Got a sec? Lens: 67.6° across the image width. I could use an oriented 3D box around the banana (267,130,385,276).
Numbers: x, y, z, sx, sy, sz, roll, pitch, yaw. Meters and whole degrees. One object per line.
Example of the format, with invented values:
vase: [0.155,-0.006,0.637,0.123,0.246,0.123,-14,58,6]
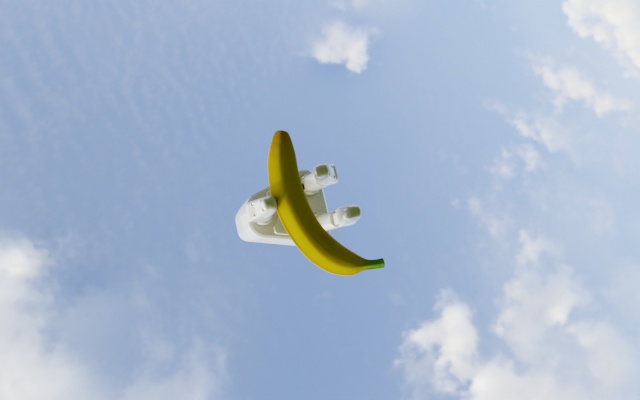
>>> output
banana: [-0.012,0.015,0.545,0.069,0.198,0.037,-37,2,-16]
